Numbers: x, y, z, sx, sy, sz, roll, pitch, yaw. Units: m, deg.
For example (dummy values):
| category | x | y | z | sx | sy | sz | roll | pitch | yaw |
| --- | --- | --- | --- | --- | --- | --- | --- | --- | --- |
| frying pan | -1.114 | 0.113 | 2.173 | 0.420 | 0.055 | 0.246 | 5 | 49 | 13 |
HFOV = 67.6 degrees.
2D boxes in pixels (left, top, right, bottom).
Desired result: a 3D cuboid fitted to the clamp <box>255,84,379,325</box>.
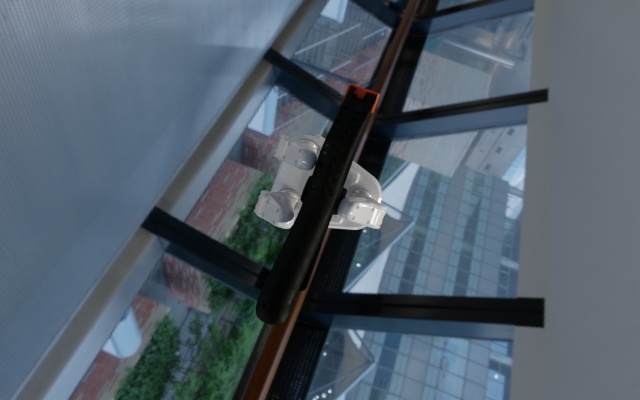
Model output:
| category | x | y | z | sx | sy | sz | roll | pitch | yaw |
| --- | --- | --- | --- | --- | --- | --- | --- | --- | --- |
| clamp | 0.001 | 0.001 | 0.410 | 0.036 | 0.210 | 0.164 | 21 | 7 | 4 |
